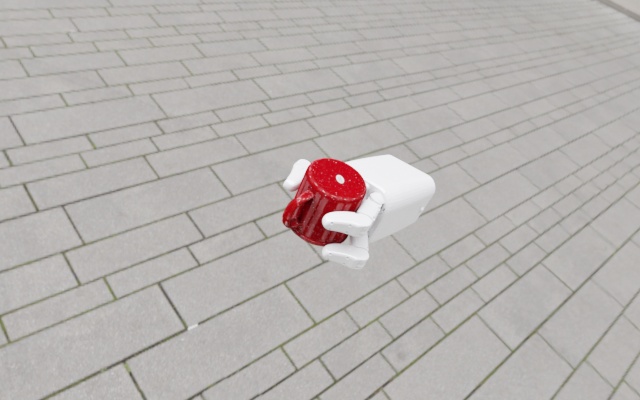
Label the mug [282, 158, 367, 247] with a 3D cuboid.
[{"bbox_3d":[-0.001,0.002,0.614,0.117,0.081,0.093,-17,55,-39],"label":"mug"}]
